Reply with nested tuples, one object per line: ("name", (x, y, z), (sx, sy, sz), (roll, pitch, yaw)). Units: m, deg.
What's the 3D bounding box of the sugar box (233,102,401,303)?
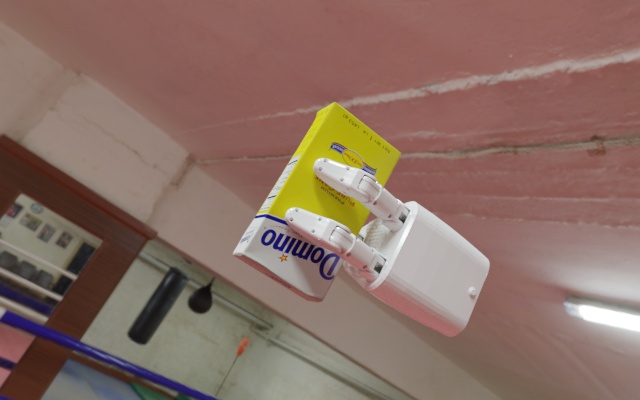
("sugar box", (0.000, 0.001, 0.472), (0.093, 0.176, 0.048), (34, -19, -17))
